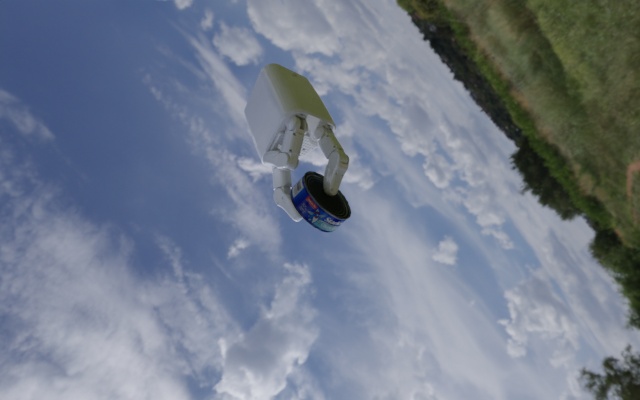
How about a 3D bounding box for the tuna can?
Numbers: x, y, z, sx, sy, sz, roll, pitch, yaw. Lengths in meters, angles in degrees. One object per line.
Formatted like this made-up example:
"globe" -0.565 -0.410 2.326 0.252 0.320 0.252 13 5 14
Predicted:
"tuna can" 0.000 0.003 0.662 0.034 0.086 0.086 -44 -22 24
